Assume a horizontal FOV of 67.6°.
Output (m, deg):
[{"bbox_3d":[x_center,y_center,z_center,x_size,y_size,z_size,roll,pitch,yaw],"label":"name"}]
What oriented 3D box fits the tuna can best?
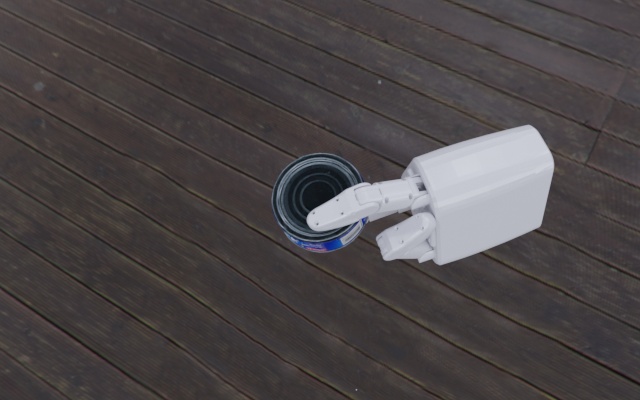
[{"bbox_3d":[0.000,0.001,0.428,0.086,0.086,0.034,0,-20,10],"label":"tuna can"}]
